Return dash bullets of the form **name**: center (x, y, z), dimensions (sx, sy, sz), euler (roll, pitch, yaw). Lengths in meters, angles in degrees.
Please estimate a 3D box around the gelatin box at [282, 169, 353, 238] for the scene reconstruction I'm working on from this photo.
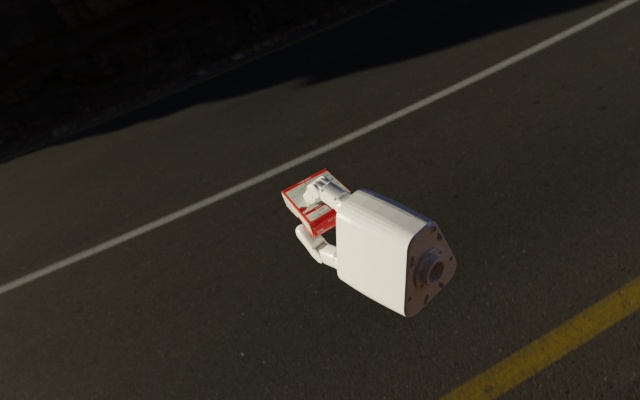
- **gelatin box**: center (0.000, 0.002, 0.643), dimensions (0.073, 0.030, 0.089), euler (-29, 41, -14)
